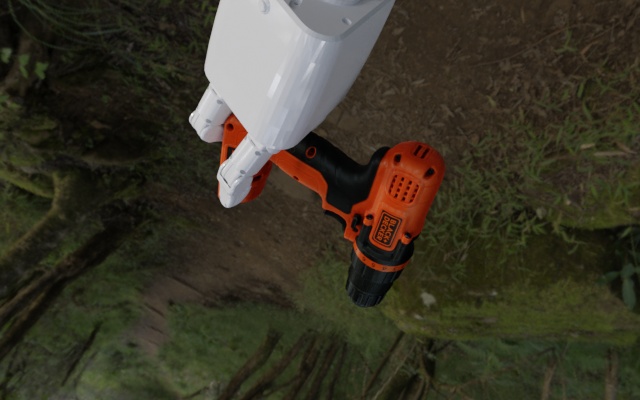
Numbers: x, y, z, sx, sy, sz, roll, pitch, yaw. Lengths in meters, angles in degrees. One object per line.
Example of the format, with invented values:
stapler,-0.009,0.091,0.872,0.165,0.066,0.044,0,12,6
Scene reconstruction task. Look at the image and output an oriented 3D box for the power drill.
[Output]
power drill,0.000,0.001,0.432,0.187,0.185,0.057,25,39,12
